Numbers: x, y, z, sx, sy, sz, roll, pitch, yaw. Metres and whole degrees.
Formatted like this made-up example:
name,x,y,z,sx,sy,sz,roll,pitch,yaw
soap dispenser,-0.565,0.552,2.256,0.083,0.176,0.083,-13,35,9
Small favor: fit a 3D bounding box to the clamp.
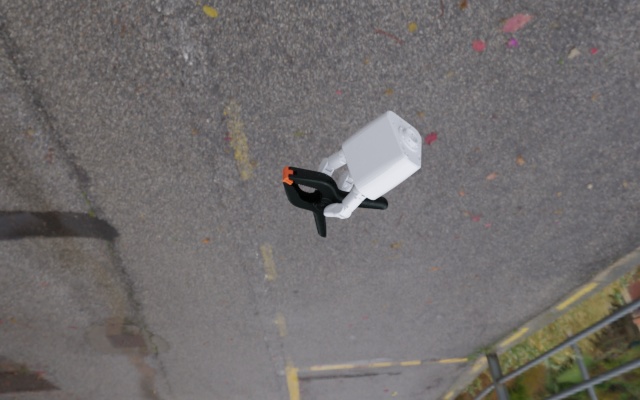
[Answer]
name,x,y,z,sx,sy,sz,roll,pitch,yaw
clamp,0.000,0.003,0.889,0.210,0.036,0.164,27,-46,-34
